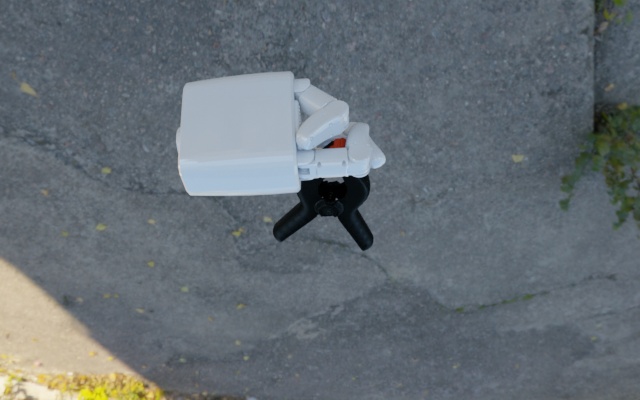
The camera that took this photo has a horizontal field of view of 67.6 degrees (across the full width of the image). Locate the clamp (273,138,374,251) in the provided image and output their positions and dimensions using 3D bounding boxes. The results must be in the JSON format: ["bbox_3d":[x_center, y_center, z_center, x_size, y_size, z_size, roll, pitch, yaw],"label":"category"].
[{"bbox_3d":[0.000,0.002,0.523,0.120,0.039,0.172,-4,-41,1],"label":"clamp"}]
